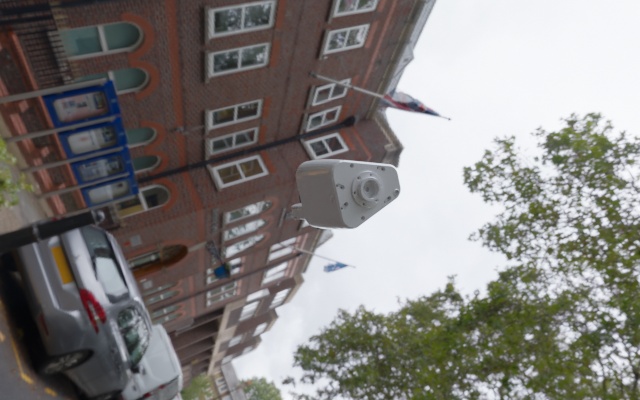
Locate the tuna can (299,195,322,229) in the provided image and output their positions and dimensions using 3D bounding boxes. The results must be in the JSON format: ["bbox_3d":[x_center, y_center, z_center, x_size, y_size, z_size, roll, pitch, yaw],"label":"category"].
[{"bbox_3d":[0.001,0.002,0.808,0.033,0.086,0.086,-20,10,-28],"label":"tuna can"}]
